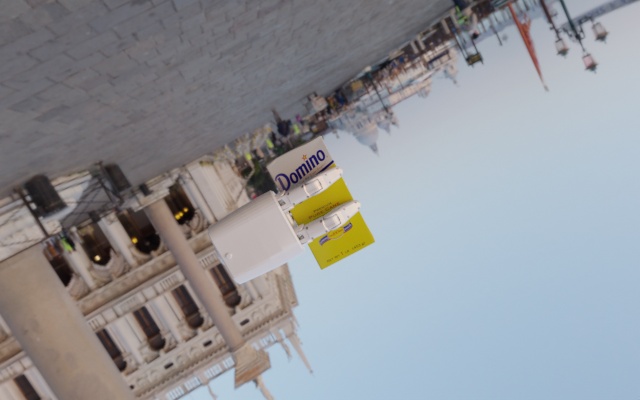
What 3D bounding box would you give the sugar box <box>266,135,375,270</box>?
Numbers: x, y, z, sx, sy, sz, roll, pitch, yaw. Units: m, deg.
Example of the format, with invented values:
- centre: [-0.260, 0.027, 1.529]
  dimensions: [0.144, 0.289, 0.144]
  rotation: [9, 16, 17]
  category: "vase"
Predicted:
- centre: [0.000, 0.003, 0.705]
  dimensions: [0.093, 0.176, 0.048]
  rotation: [-28, 8, 1]
  category: "sugar box"
